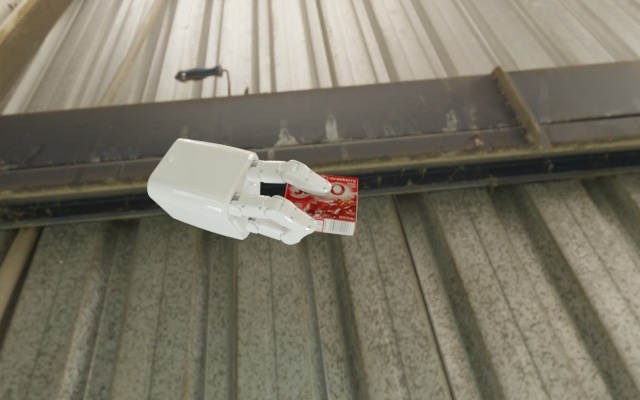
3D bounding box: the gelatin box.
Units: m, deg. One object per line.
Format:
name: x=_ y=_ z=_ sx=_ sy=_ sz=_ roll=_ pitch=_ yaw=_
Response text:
gelatin box: x=0.000 y=0.002 z=0.587 sx=0.089 sy=0.073 sz=0.030 roll=7 pitch=-42 yaw=-1
